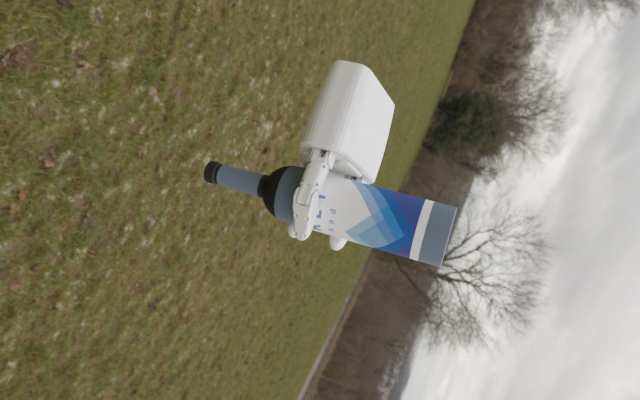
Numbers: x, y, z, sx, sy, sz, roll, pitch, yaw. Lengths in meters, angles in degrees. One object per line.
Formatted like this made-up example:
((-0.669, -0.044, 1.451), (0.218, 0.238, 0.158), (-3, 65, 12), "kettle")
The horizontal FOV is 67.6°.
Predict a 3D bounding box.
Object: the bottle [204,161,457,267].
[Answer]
((0.000, 0.002, 0.548), (0.295, 0.069, 0.069), (15, 4, 15), "bottle")
